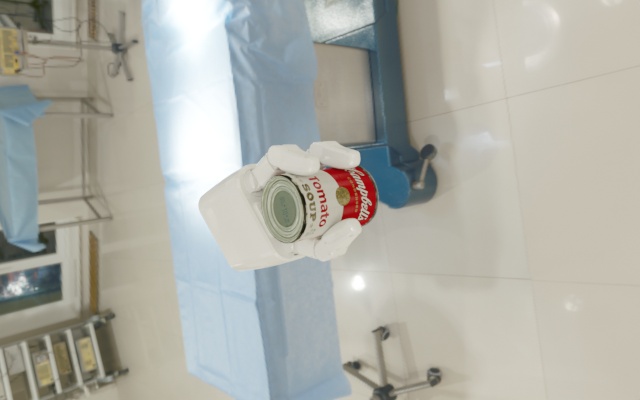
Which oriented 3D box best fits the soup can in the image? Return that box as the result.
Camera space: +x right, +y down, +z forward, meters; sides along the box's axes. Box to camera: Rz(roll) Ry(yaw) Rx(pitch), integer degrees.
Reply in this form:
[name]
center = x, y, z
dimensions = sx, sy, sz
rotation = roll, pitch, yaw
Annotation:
[soup can]
center = 0.000, 0.002, 0.482
dimensions = 0.102, 0.068, 0.068
rotation = -10, 7, -42
